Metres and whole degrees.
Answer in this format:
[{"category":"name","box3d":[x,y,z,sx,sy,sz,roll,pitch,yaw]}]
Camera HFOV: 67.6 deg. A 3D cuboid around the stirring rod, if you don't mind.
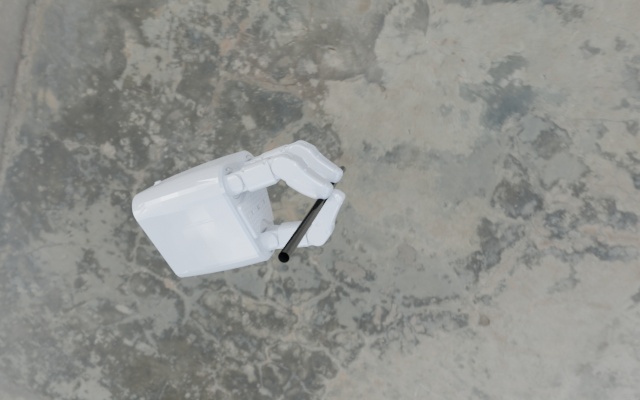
[{"category":"stirring rod","box3d":[0.000,0.001,0.433,0.011,0.011,0.239,0,18,13]}]
